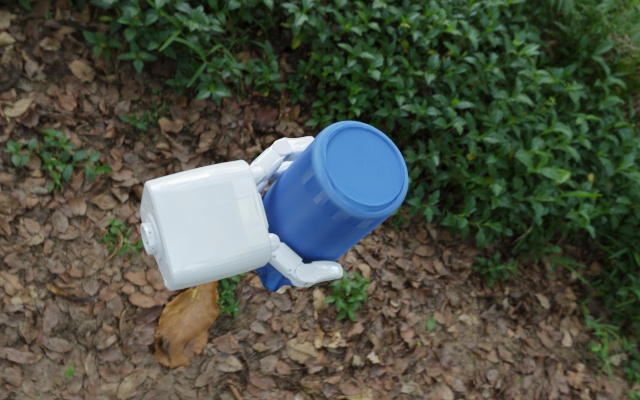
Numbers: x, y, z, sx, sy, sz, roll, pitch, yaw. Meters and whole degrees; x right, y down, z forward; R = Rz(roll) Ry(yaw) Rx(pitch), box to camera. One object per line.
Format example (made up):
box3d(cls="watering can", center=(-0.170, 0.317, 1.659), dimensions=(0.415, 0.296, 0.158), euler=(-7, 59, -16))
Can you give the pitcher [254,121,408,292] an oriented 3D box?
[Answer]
box3d(cls="pitcher", center=(0.000, 0.002, 0.571), dimensions=(0.145, 0.149, 0.243), euler=(-15, -16, -29))
